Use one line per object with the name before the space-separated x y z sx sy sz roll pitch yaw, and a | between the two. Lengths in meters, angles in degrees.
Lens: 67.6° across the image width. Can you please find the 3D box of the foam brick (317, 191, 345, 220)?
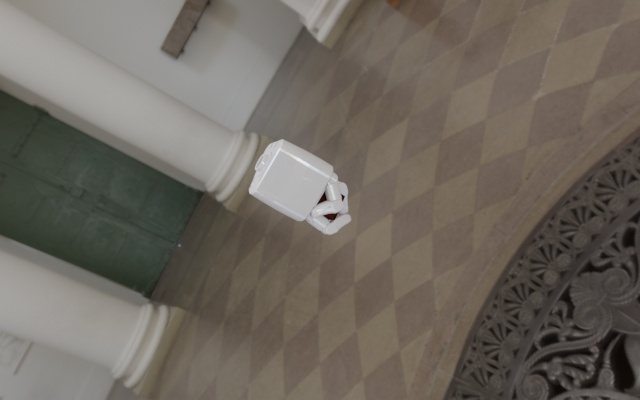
foam brick | 0.000 0.003 0.896 0.051 0.053 0.078 29 -12 -21
